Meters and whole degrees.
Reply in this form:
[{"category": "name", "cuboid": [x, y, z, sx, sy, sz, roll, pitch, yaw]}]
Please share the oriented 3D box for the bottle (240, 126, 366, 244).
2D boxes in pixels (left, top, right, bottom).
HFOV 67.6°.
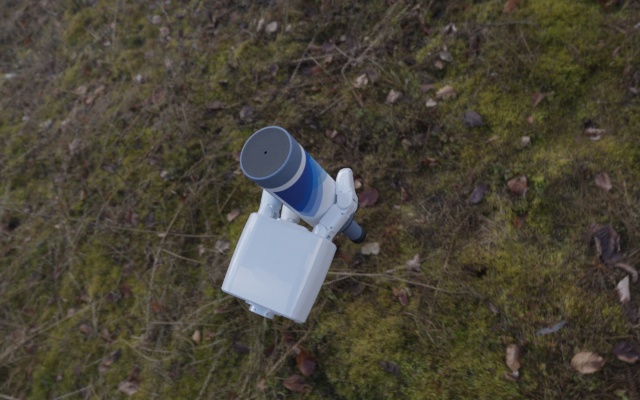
[{"category": "bottle", "cuboid": [0.000, 0.002, 0.646, 0.069, 0.069, 0.296, 0, -22, 26]}]
